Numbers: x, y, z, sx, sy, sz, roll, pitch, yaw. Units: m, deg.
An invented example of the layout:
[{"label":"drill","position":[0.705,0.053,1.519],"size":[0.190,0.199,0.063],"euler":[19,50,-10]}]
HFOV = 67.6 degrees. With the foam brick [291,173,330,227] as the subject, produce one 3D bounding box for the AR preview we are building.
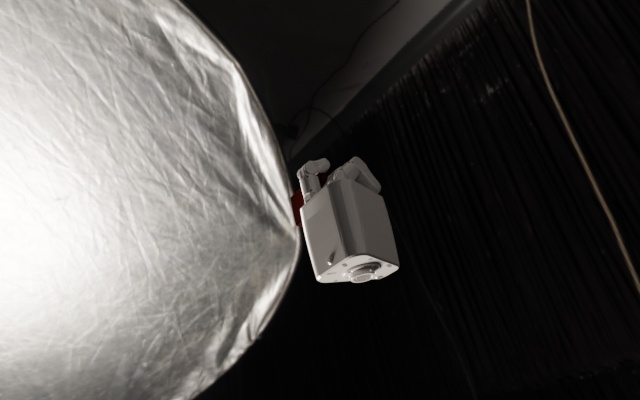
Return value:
[{"label":"foam brick","position":[0.000,0.002,0.707],"size":[0.053,0.051,0.078],"euler":[9,-35,-36]}]
